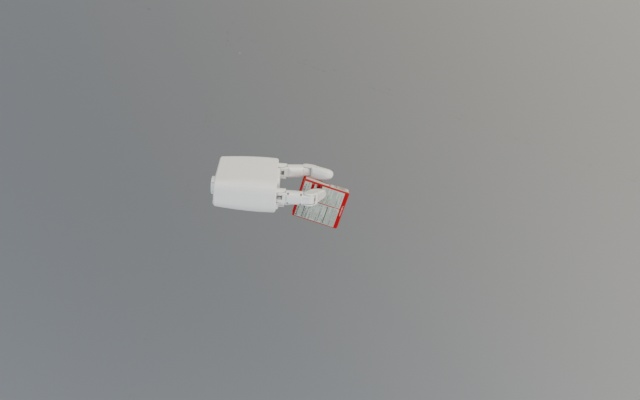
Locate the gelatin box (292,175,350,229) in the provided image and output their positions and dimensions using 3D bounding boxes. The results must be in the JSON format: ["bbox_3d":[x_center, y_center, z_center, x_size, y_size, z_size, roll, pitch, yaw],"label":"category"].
[{"bbox_3d":[0.000,0.003,0.876,0.089,0.073,0.030,18,16,-4],"label":"gelatin box"}]
